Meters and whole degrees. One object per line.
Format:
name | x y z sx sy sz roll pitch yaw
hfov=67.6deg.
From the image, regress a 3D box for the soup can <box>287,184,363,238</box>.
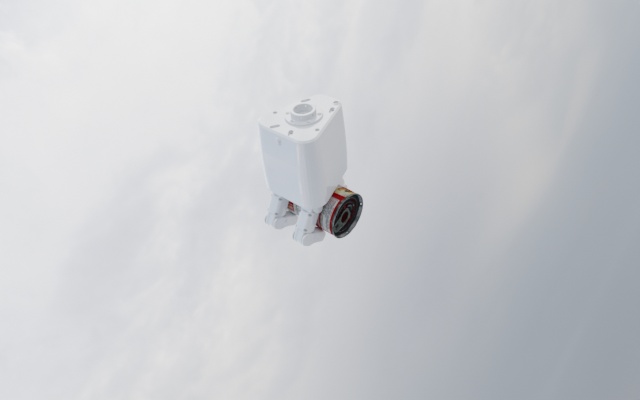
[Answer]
soup can | 0.000 0.002 0.683 0.102 0.068 0.068 27 15 31
